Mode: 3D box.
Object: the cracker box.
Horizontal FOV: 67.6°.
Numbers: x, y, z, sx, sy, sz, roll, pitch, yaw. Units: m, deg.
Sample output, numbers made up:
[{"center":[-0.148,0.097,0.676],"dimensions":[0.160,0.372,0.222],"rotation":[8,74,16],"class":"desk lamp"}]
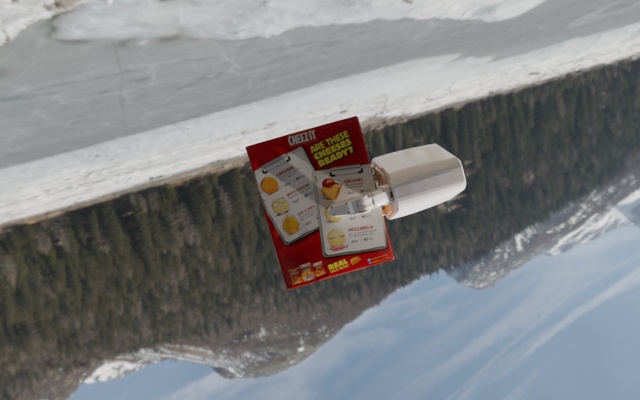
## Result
[{"center":[0.000,0.002,0.701],"dimensions":[0.164,0.214,0.072],"rotation":[-16,7,-3],"class":"cracker box"}]
